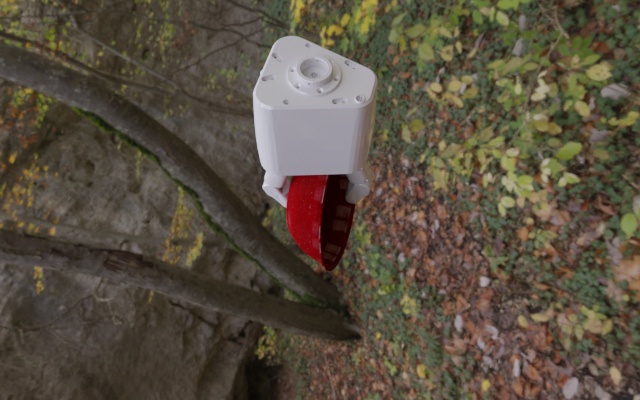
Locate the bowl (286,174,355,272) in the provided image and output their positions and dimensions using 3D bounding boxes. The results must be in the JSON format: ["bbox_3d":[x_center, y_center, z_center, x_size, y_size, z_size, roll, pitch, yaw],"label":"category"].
[{"bbox_3d":[0.000,0.003,0.582,0.055,0.162,0.162,8,2,16],"label":"bowl"}]
